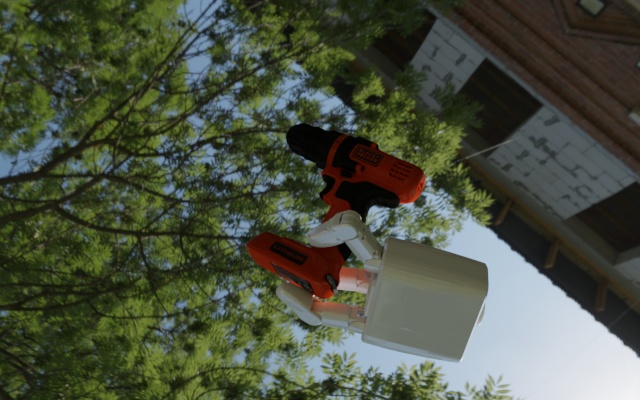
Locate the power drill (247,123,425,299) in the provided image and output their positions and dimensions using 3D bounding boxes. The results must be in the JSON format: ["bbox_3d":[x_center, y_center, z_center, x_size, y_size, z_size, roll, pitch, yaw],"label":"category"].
[{"bbox_3d":[0.000,0.002,0.545,0.184,0.187,0.057,25,-22,25],"label":"power drill"}]
